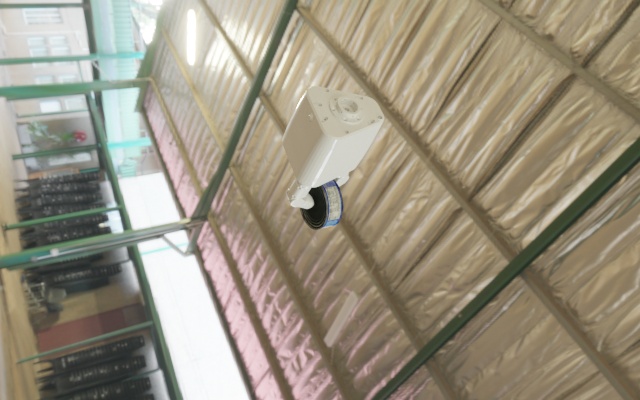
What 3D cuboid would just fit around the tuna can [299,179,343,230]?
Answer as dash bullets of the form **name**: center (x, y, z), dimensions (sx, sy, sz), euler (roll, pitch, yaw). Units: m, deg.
- **tuna can**: center (0.001, 0.002, 0.768), dimensions (0.034, 0.086, 0.086), euler (-10, 5, -31)
